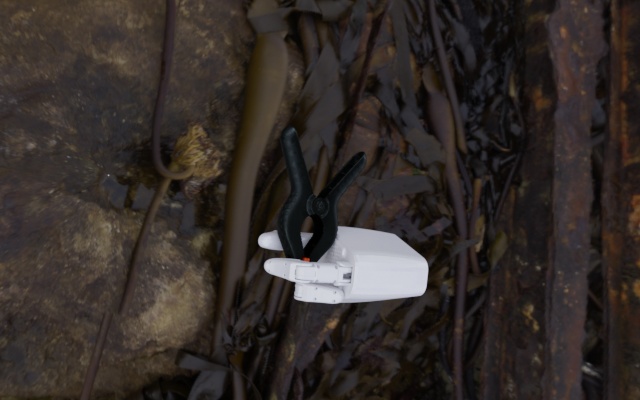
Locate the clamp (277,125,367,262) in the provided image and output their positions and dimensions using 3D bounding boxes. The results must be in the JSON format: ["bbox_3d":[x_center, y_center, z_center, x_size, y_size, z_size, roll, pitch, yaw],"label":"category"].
[{"bbox_3d":[0.000,0.002,0.580,0.120,0.171,0.039,6,1,-24],"label":"clamp"}]
